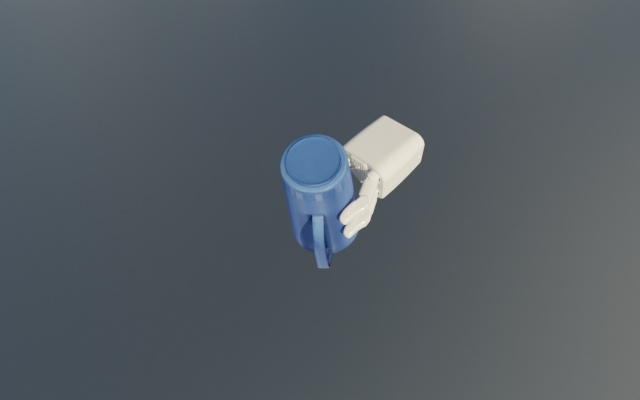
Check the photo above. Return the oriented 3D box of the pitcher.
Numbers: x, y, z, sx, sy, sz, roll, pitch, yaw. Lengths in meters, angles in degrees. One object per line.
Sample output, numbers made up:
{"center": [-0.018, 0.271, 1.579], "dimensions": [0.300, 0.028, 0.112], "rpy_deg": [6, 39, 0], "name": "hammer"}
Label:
{"center": [0.000, 0.003, 0.835], "dimensions": [0.149, 0.145, 0.243], "rpy_deg": [43, -15, 23], "name": "pitcher"}
